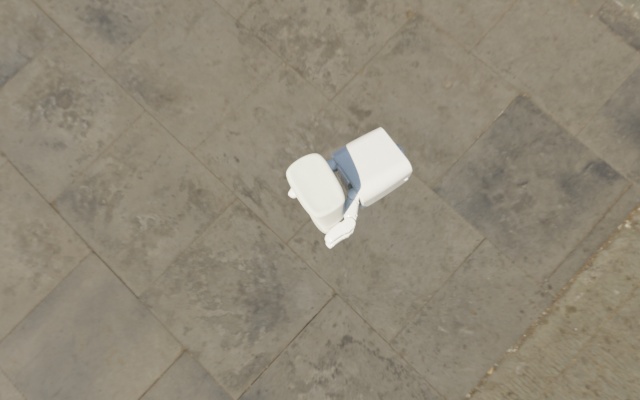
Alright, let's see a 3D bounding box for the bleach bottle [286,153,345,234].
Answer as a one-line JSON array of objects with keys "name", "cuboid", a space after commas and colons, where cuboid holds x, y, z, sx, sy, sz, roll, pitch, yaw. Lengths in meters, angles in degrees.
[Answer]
[{"name": "bleach bottle", "cuboid": [0.000, 0.003, 0.840, 0.068, 0.102, 0.251, -30, -11, -3]}]
